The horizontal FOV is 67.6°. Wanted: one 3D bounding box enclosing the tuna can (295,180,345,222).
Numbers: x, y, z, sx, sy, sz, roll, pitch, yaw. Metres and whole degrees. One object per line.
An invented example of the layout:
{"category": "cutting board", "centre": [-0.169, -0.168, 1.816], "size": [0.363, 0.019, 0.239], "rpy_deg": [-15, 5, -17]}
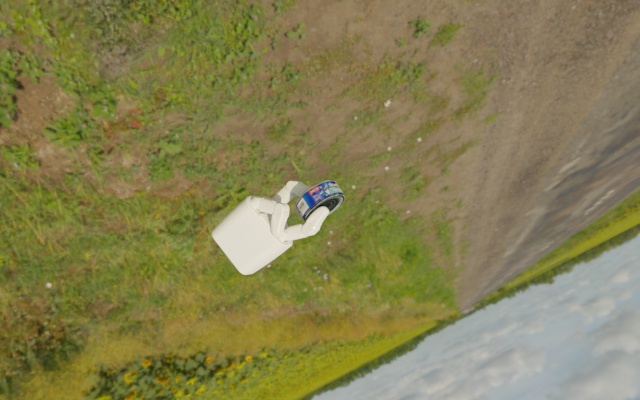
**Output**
{"category": "tuna can", "centre": [0.000, 0.003, 0.848], "size": [0.086, 0.033, 0.086], "rpy_deg": [-28, -22, -12]}
